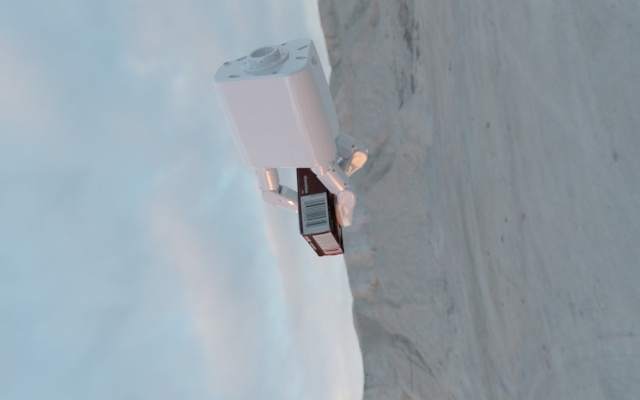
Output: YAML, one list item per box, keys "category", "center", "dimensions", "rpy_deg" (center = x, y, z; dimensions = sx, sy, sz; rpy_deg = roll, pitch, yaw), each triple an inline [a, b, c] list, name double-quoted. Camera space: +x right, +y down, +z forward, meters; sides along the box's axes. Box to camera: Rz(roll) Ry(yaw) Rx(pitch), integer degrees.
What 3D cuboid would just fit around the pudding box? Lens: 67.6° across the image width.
- category: "pudding box"
  center: [0.000, 0.002, 0.579]
  dimensions: [0.039, 0.113, 0.090]
  rpy_deg: [-8, -24, 11]
